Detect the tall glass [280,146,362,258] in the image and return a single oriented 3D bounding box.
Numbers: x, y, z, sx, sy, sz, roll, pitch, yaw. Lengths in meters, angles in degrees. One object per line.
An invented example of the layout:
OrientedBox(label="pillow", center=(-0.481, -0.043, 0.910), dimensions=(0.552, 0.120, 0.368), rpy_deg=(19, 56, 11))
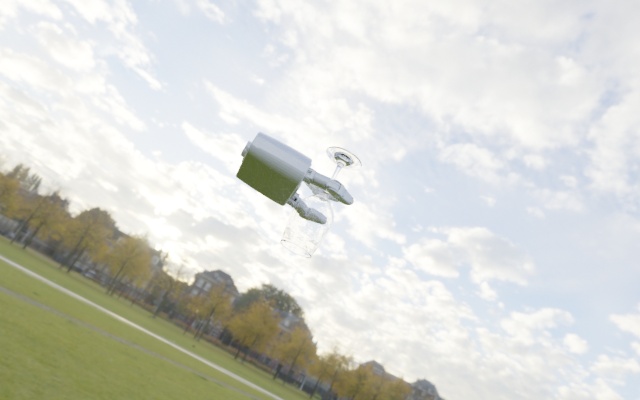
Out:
OrientedBox(label="tall glass", center=(0.001, 0.002, 0.866), dimensions=(0.079, 0.201, 0.079), rpy_deg=(24, -20, 9))
